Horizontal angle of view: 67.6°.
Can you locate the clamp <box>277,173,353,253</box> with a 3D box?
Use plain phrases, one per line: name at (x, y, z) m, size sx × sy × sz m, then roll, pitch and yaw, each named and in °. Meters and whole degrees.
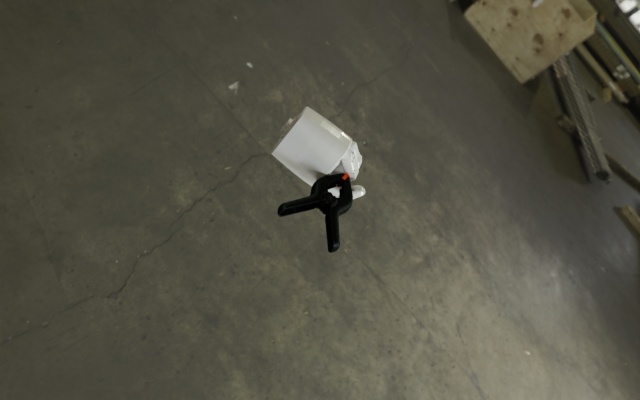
clamp at (0.001, 0.002, 0.842) m, size 0.120 × 0.171 × 0.039 m, roll 34°, pitch -46°, yaw -9°
